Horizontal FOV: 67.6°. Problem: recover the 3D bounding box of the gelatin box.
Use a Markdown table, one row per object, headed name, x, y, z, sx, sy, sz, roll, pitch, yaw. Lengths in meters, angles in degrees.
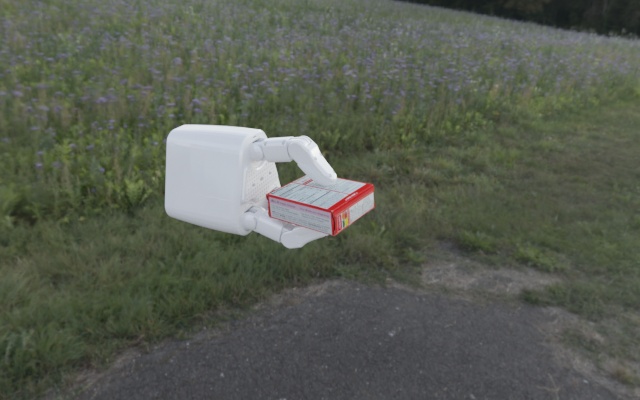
| name | x | y | z | sx | sy | sz | roll | pitch | yaw |
| --- | --- | --- | --- | --- | --- | --- | --- | --- | --- |
| gelatin box | 0.000 | 0.001 | 0.495 | 0.089 | 0.030 | 0.073 | 13 | 29 | 36 |
